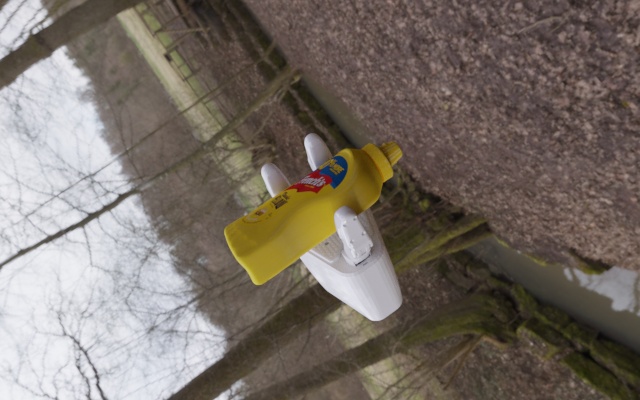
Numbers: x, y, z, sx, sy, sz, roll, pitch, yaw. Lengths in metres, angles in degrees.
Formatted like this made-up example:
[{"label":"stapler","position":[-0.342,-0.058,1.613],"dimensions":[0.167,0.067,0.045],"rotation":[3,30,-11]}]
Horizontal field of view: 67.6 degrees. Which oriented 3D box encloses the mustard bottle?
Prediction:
[{"label":"mustard bottle","position":[0.000,0.001,0.471],"dimensions":[0.191,0.058,0.096],"rotation":[-34,19,-7]}]
